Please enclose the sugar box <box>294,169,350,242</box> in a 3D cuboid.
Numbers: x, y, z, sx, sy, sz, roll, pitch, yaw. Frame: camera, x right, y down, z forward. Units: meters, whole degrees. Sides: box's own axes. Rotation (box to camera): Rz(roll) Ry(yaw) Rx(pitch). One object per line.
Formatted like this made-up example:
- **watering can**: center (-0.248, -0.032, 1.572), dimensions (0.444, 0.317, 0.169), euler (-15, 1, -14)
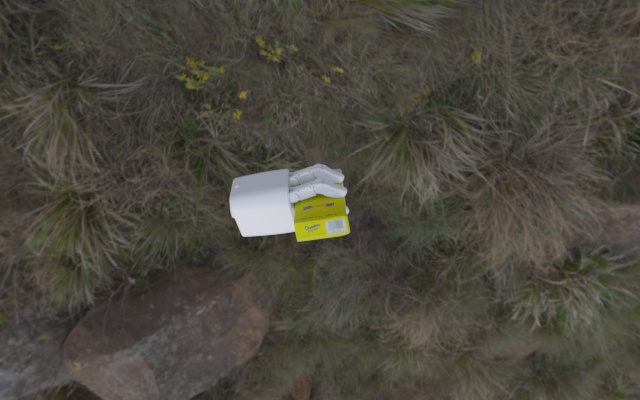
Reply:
- **sugar box**: center (0.000, 0.002, 0.878), dimensions (0.093, 0.048, 0.176), euler (-8, 33, 2)
